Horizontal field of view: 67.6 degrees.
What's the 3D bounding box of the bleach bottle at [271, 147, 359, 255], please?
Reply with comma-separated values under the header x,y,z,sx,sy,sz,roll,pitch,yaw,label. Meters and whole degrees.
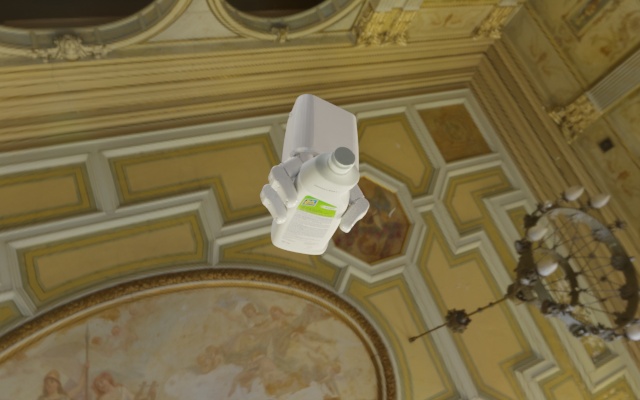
x,y,z,sx,sy,sz,roll,pitch,yaw,label
0.000,0.002,0.702,0.102,0.068,0.251,10,-30,-15,bleach bottle
